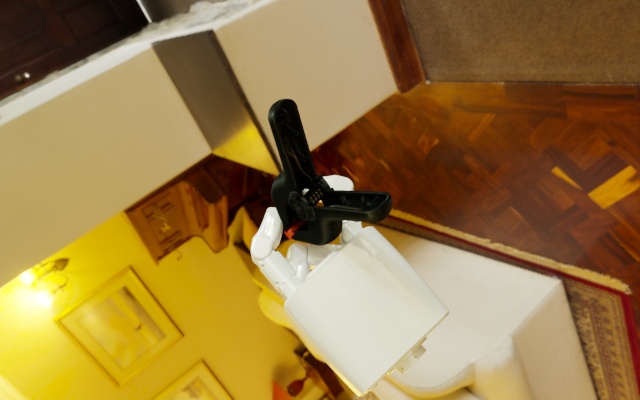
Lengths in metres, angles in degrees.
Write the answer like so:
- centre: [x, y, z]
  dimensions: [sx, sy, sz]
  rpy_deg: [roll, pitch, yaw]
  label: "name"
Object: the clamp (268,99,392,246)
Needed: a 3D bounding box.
- centre: [0.000, 0.002, 0.414]
  dimensions: [0.039, 0.120, 0.172]
  rpy_deg: [-36, -20, -21]
  label: "clamp"
